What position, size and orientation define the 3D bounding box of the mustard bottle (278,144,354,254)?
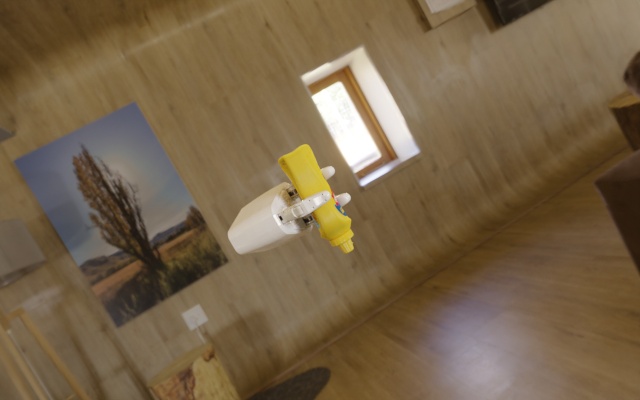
[{"bbox_3d":[0.000,0.002,0.793,0.058,0.191,0.096,-29,4,0],"label":"mustard bottle"}]
